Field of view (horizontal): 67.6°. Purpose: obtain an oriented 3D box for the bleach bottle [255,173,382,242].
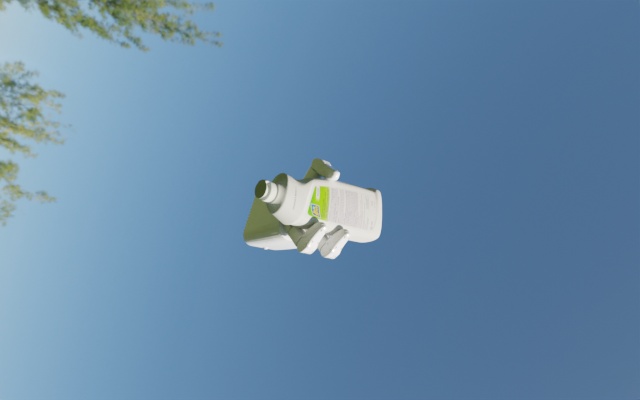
[{"bbox_3d":[0.000,0.003,0.783,0.068,0.102,0.251,-14,-23,42],"label":"bleach bottle"}]
